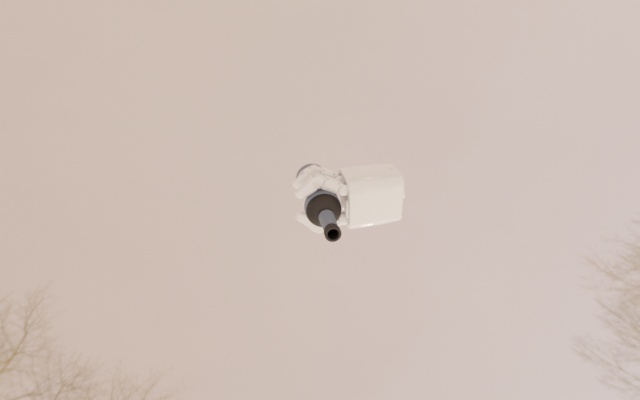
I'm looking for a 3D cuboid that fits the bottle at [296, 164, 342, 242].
[{"bbox_3d":[0.000,0.003,0.898,0.069,0.069,0.295,0,21,-8],"label":"bottle"}]
